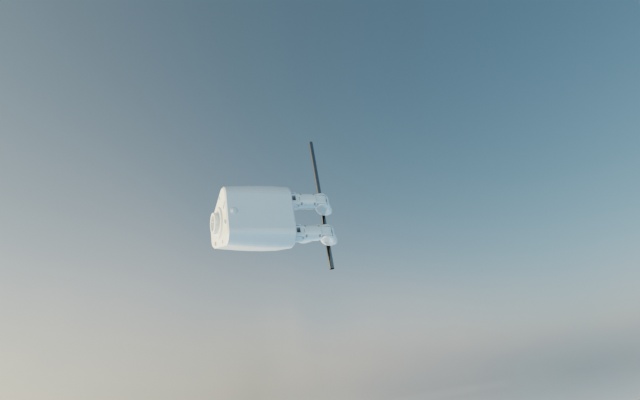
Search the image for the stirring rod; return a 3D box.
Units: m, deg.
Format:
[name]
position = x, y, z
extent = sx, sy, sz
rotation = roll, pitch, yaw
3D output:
[stirring rod]
position = 0.000, 0.003, 0.824
extent = 0.011, 0.239, 0.011
rotation = -8, -24, -4
